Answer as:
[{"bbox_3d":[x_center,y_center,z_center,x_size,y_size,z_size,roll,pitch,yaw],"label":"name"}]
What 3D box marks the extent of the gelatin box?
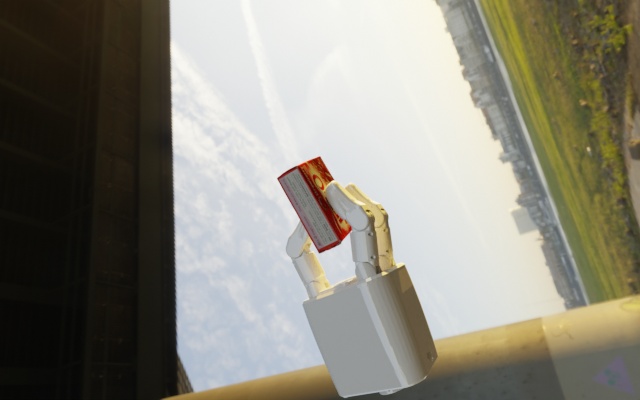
[{"bbox_3d":[0.000,0.002,0.497,0.030,0.089,0.073,-29,2,22],"label":"gelatin box"}]
